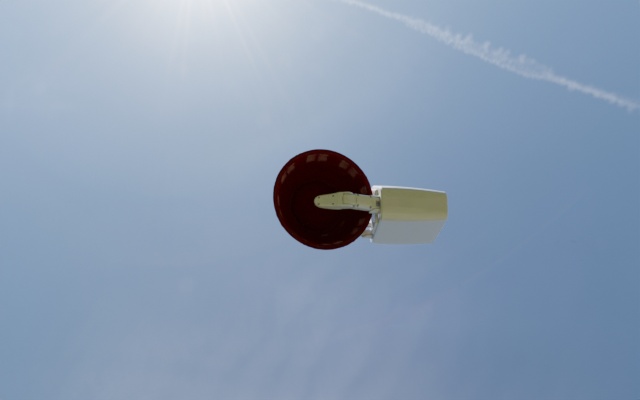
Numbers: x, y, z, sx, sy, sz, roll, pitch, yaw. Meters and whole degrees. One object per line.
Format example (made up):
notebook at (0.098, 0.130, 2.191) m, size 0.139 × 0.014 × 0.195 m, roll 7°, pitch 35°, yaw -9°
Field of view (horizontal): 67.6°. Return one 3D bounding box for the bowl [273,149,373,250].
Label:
bowl at (-0.001, 0.002, 0.764) m, size 0.162 × 0.162 × 0.055 m, roll 0°, pitch -14°, yaw -15°
